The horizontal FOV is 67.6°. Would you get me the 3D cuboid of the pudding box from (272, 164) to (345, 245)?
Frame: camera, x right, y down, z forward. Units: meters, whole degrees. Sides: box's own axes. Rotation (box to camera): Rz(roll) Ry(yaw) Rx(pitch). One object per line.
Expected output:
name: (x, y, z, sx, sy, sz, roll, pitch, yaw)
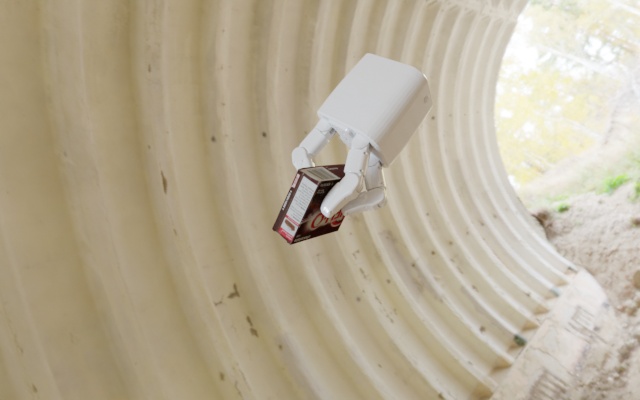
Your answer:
pudding box: (0.000, 0.002, 0.602, 0.039, 0.090, 0.113, 36, 24, 27)
